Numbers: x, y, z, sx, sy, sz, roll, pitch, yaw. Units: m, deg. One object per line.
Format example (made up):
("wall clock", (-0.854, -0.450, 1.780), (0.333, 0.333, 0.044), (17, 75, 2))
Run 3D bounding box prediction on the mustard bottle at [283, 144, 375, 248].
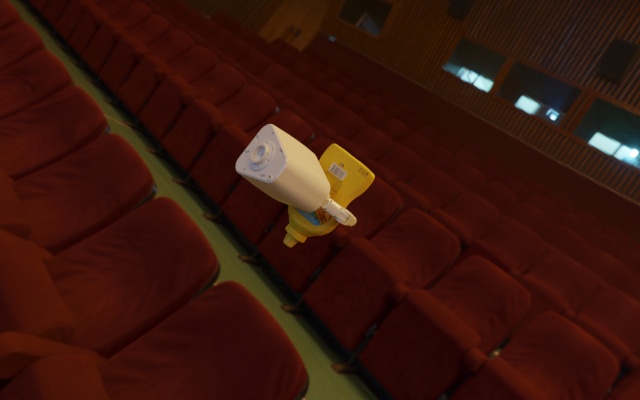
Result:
("mustard bottle", (0.000, 0.003, 0.829), (0.096, 0.191, 0.058), (40, 5, 21))
